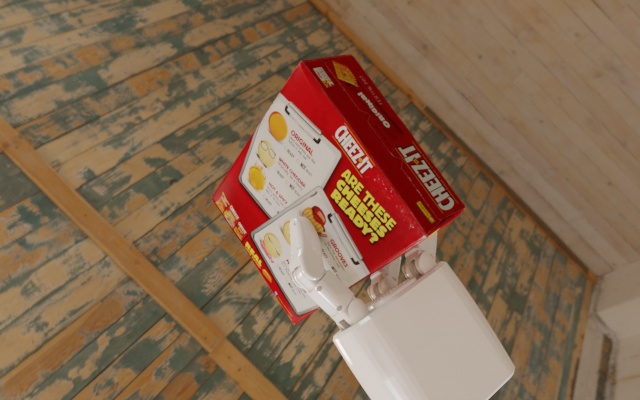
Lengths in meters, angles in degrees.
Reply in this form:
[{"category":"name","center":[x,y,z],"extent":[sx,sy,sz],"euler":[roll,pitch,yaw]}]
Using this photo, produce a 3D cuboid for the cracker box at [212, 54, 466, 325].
[{"category":"cracker box","center":[0.000,0.002,0.442],"extent":[0.072,0.164,0.214],"euler":[-26,-13,-42]}]
